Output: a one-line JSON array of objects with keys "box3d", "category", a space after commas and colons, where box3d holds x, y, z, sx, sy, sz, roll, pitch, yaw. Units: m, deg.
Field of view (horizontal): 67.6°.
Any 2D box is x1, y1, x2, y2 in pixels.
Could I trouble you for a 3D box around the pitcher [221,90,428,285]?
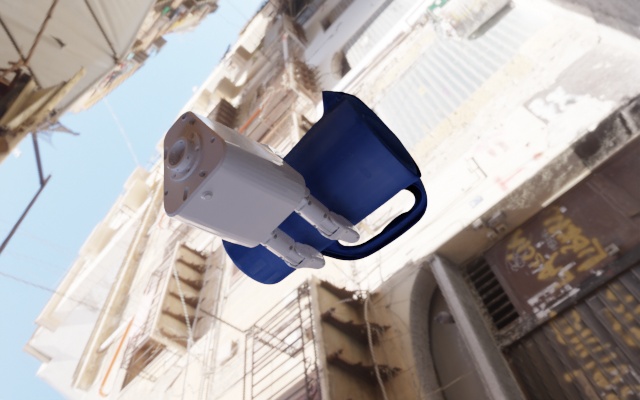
[{"box3d": [0.000, 0.002, 0.586, 0.243, 0.149, 0.145, -42, -39, 19], "category": "pitcher"}]
